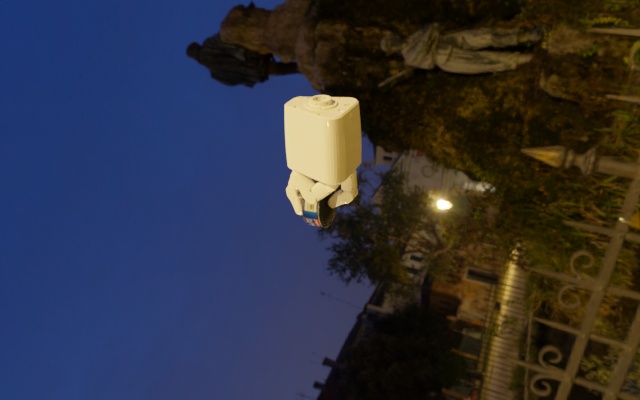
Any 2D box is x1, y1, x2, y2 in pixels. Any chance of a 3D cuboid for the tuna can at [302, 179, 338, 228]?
[{"bbox_3d":[0.000,0.003,0.833,0.034,0.086,0.086,8,3,23],"label":"tuna can"}]
